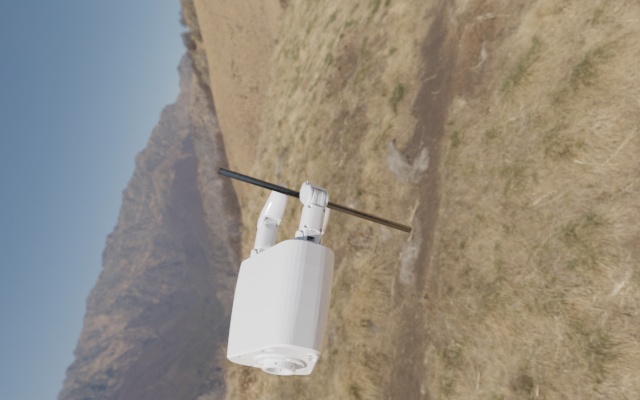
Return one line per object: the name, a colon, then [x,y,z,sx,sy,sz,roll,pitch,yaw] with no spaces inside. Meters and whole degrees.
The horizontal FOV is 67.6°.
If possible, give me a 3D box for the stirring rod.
stirring rod: [0.000,0.002,0.553,0.239,0.011,0.011,17,-5,-17]
